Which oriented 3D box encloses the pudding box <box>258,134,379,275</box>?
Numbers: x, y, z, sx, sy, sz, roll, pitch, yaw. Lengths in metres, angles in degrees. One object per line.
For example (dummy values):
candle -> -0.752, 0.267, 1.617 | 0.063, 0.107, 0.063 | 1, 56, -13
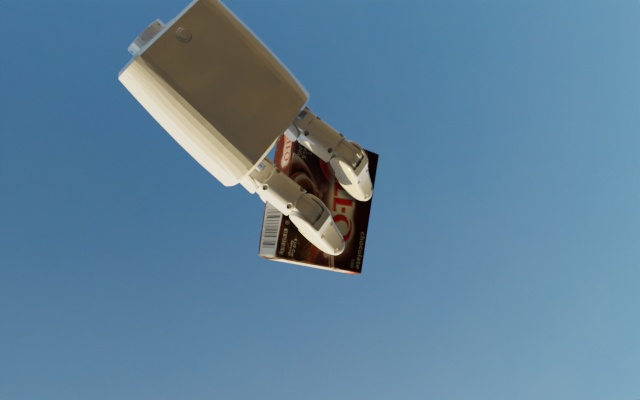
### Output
pudding box -> 0.000, 0.001, 0.413 | 0.090, 0.113, 0.039 | 15, -9, -33
